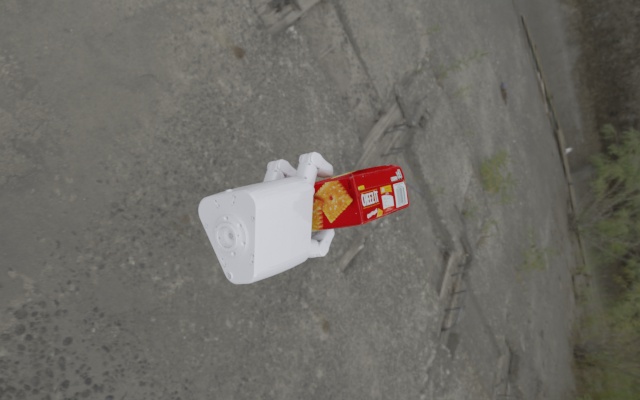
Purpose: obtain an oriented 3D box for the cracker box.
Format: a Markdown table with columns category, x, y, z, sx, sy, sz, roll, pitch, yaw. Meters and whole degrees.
| category | x | y | z | sx | sy | sz | roll | pitch | yaw |
| --- | --- | --- | --- | --- | --- | --- | --- | --- | --- |
| cracker box | 0.000 | 0.002 | 0.708 | 0.214 | 0.072 | 0.164 | -9 | 3 | 33 |
